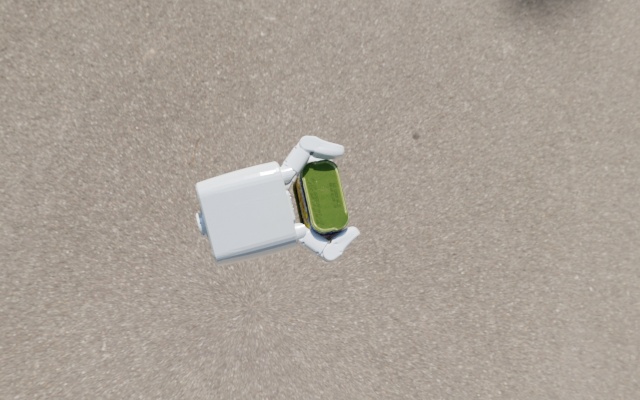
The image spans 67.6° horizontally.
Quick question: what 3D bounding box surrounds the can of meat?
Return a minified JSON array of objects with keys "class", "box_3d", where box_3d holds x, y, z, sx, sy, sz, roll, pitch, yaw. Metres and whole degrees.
[{"class":"can of meat","box_3d":[0.000,0.002,0.655,0.057,0.102,0.084,-11,-11,-10]}]
